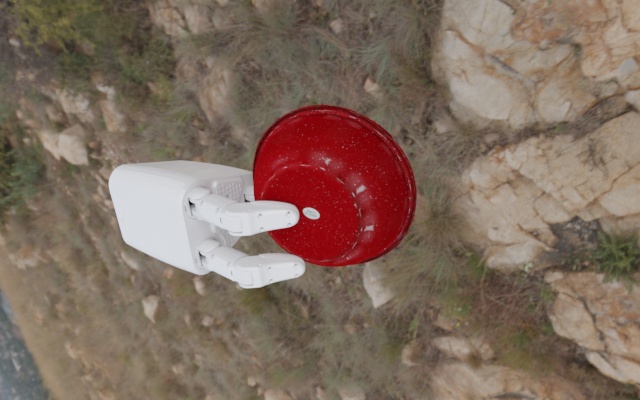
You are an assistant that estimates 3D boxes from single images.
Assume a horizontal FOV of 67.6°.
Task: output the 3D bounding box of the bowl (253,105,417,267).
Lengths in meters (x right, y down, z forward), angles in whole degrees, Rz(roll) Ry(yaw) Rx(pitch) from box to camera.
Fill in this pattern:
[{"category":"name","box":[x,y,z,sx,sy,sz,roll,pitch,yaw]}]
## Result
[{"category":"bowl","box":[0.001,0.001,0.422,0.162,0.162,0.055,0,25,23]}]
